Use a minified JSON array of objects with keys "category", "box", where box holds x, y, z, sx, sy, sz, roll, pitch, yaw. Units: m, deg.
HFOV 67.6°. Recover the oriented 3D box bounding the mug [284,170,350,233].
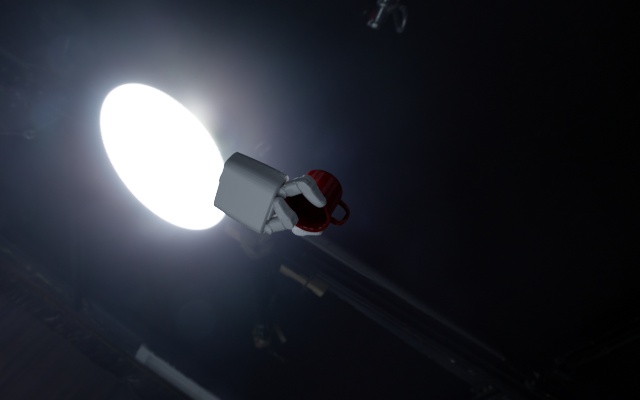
[{"category":"mug","box":[0.002,0.003,0.866,0.117,0.093,0.081,28,46,6]}]
